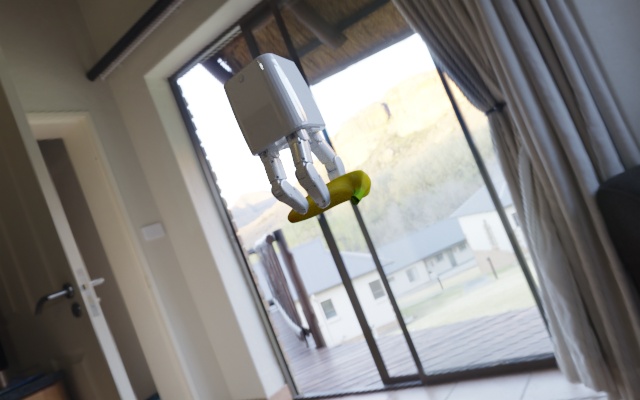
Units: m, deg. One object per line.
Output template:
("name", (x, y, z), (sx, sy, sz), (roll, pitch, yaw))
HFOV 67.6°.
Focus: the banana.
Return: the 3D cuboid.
("banana", (0.016, -0.007, 0.654), (0.069, 0.037, 0.198), (-30, 4, -29))
